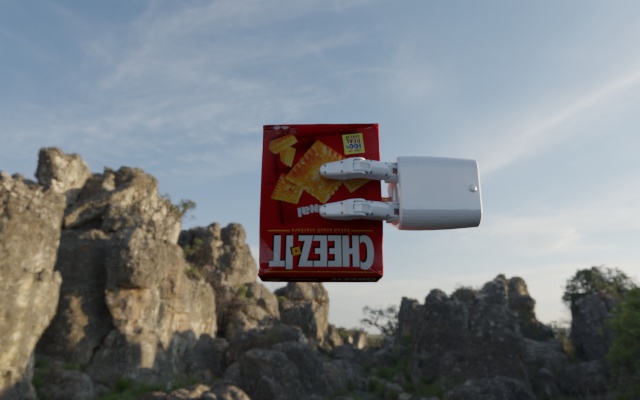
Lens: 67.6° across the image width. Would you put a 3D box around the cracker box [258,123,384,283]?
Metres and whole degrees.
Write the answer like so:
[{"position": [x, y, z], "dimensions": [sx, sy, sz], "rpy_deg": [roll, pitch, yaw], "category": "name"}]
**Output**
[{"position": [0.000, 0.002, 0.656], "dimensions": [0.164, 0.213, 0.072], "rpy_deg": [0, -15, 0], "category": "cracker box"}]
